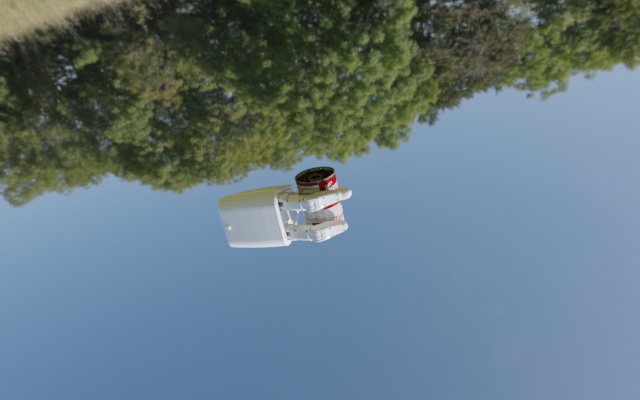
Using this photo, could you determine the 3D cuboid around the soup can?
[{"bbox_3d":[0.001,0.003,0.800,0.068,0.102,0.068,-10,23,4],"label":"soup can"}]
